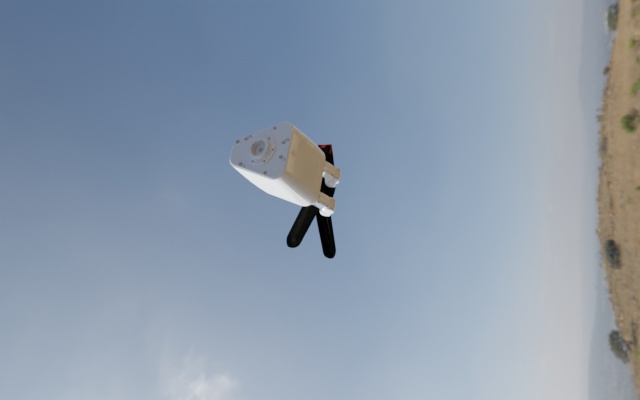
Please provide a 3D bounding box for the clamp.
[{"bbox_3d":[-0.001,0.002,0.868,0.036,0.210,0.165,2,-19,25],"label":"clamp"}]
